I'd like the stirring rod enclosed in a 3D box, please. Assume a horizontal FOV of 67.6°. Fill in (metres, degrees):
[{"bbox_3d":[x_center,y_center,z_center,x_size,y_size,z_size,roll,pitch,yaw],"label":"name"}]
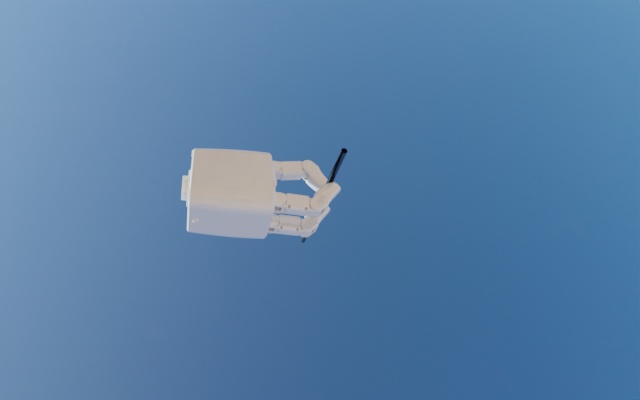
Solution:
[{"bbox_3d":[0.000,0.002,0.687,0.011,0.011,0.240,0,-32,-17],"label":"stirring rod"}]
